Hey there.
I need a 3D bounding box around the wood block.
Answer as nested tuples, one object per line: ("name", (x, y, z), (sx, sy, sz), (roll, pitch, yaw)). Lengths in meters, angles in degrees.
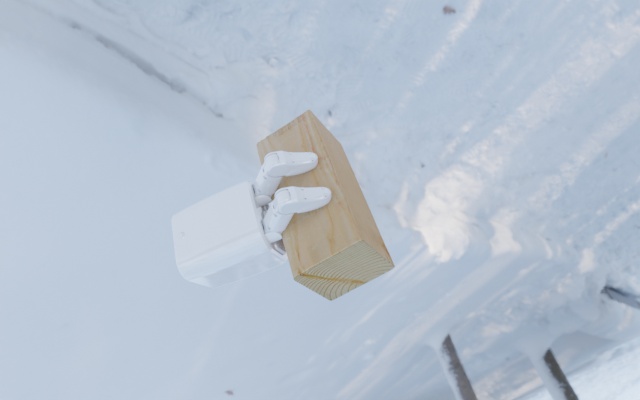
("wood block", (0.000, 0.002, 0.582), (0.090, 0.206, 0.091), (-31, -38, 14))
